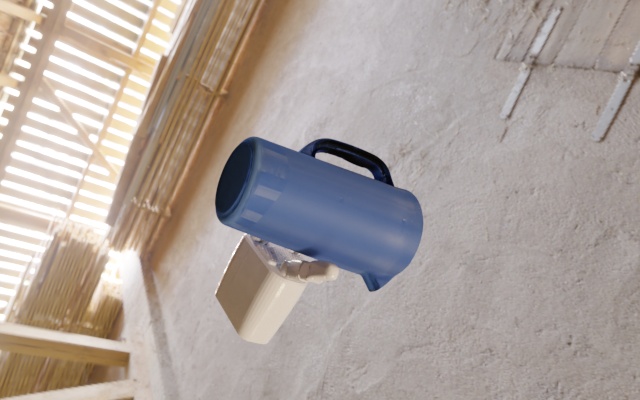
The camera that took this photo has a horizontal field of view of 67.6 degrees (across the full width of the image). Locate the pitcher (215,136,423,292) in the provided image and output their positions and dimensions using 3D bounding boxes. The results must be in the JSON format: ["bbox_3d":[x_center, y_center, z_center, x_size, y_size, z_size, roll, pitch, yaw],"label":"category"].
[{"bbox_3d":[0.000,0.002,0.602,0.243,0.145,0.149,21,20,-30],"label":"pitcher"}]
